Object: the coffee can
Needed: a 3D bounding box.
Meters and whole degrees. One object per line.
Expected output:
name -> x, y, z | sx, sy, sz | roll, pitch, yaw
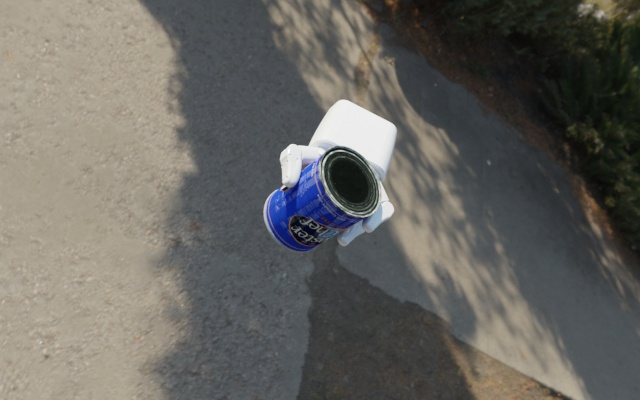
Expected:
coffee can -> 0.000, 0.002, 0.660 | 0.103, 0.102, 0.140 | 0, -23, -39
